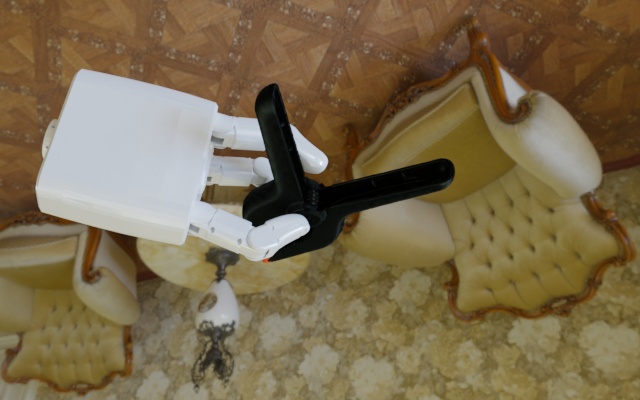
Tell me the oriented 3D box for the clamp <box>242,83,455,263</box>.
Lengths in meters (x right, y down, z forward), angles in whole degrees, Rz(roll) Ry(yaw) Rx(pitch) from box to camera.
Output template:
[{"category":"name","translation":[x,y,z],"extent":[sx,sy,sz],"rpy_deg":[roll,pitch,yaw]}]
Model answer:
[{"category":"clamp","translation":[0.000,0.002,0.415],"extent":[0.164,0.036,0.210],"rpy_deg":[16,-38,-14]}]
